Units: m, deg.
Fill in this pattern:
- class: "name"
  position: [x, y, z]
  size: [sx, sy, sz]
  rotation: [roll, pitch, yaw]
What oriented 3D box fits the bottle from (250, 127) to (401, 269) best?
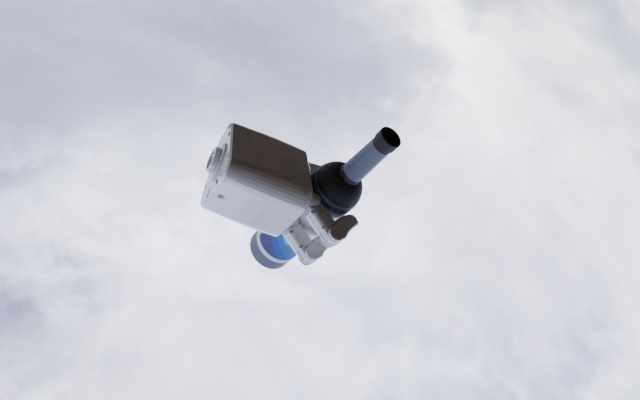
- class: "bottle"
  position: [0.000, 0.002, 0.622]
  size: [0.069, 0.069, 0.296]
  rotation: [0, -29, -37]
